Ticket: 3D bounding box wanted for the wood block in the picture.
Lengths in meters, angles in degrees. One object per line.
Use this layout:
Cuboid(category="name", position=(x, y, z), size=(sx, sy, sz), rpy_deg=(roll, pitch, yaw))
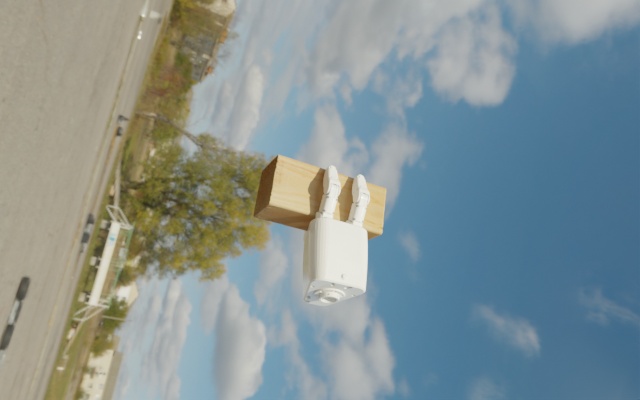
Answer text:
Cuboid(category="wood block", position=(0.000, 0.003, 0.832), size=(0.206, 0.090, 0.091), rpy_deg=(16, -23, -21))
